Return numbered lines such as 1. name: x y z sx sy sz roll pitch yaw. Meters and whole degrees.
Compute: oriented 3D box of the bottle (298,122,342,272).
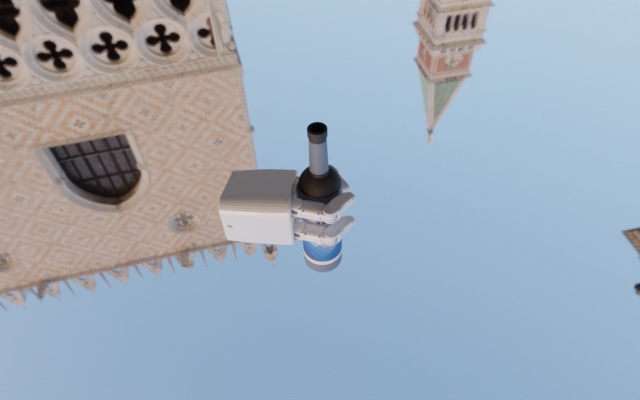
1. bottle: 0.000 0.003 0.737 0.069 0.069 0.296 0 -41 2
